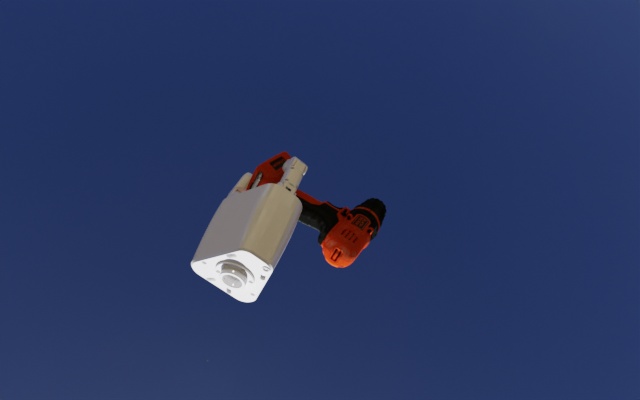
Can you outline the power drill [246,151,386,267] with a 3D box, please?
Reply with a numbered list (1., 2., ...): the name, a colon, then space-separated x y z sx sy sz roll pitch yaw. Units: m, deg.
1. power drill: 0.000 0.002 0.695 0.187 0.057 0.184 32 27 10
